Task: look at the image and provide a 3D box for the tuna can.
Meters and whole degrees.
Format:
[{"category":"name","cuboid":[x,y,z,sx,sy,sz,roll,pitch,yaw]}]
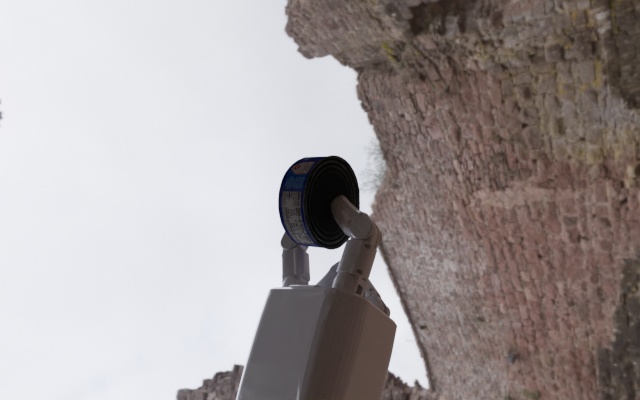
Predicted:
[{"category":"tuna can","cuboid":[0.000,0.001,0.444,0.034,0.086,0.086,2,1,37]}]
